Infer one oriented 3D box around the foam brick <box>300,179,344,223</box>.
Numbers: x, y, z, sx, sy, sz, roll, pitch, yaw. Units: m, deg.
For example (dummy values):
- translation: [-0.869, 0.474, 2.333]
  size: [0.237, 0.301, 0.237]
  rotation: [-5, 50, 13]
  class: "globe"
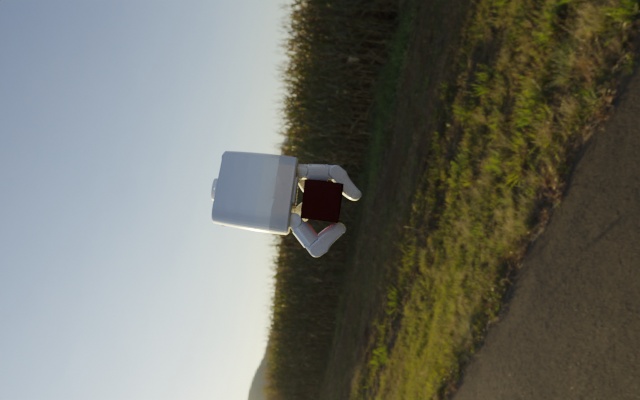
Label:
- translation: [0.000, 0.002, 0.651]
  size: [0.051, 0.053, 0.078]
  rotation: [8, -4, -2]
  class: "foam brick"
